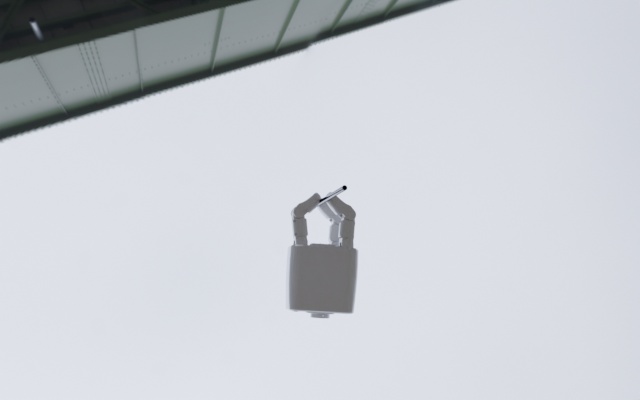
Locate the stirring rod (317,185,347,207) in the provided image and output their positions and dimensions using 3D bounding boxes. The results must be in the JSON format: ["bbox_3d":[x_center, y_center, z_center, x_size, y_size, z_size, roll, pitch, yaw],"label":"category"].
[{"bbox_3d":[0.000,0.003,0.812,0.011,0.011,0.239,0,-10,-17],"label":"stirring rod"}]
